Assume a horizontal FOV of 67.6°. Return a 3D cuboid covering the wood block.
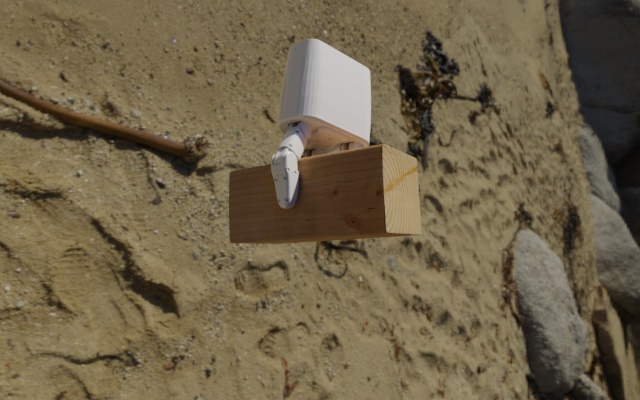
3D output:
[{"bbox_3d":[0.000,0.001,0.552,0.206,0.090,0.091,-7,-10,33],"label":"wood block"}]
